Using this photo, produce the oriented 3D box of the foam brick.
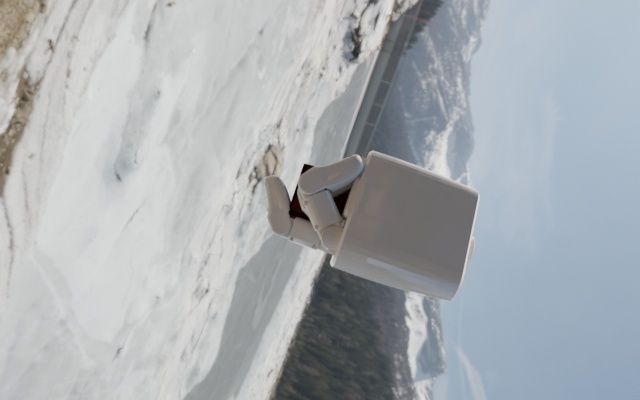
[{"bbox_3d":[0.000,0.002,0.492,0.051,0.053,0.078,18,-8,2],"label":"foam brick"}]
